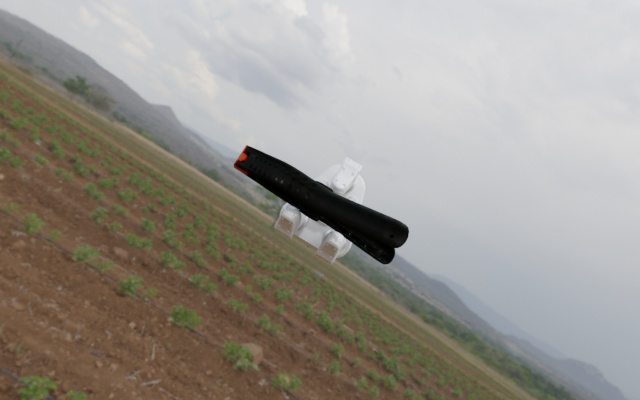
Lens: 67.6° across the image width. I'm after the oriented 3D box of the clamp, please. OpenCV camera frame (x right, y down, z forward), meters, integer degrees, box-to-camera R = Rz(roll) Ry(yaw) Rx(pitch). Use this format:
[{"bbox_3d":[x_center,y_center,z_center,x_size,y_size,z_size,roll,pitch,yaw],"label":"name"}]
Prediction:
[{"bbox_3d":[0.000,0.001,0.502,0.210,0.036,0.164,32,-10,4],"label":"clamp"}]
